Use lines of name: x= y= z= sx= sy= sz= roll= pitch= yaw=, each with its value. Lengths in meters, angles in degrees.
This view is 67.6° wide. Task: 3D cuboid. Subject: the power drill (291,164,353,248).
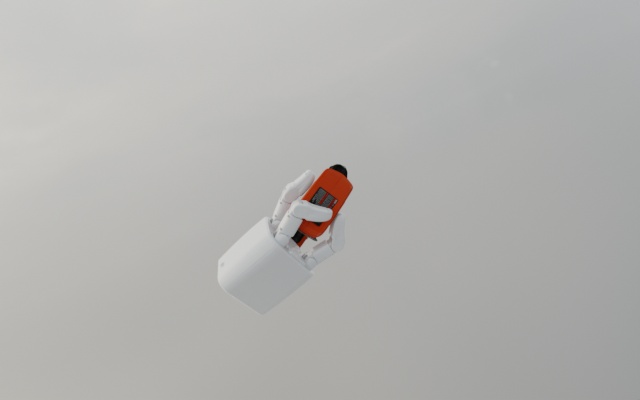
power drill: x=0.000 y=0.003 z=0.796 sx=0.057 sy=0.184 sz=0.188 roll=34 pitch=-11 yaw=-1
